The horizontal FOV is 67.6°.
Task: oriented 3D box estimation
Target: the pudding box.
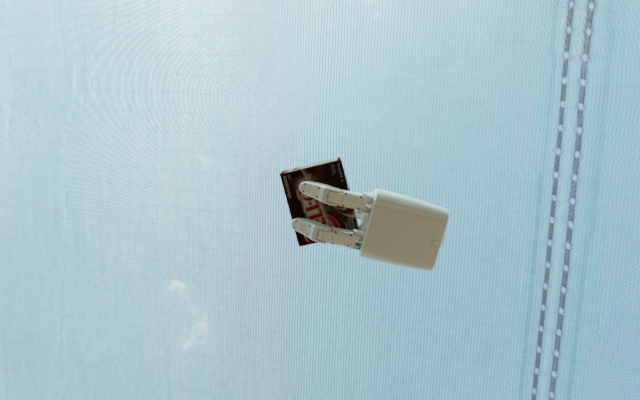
[{"bbox_3d":[0.000,0.002,0.686,0.090,0.113,0.039,-13,9,7],"label":"pudding box"}]
